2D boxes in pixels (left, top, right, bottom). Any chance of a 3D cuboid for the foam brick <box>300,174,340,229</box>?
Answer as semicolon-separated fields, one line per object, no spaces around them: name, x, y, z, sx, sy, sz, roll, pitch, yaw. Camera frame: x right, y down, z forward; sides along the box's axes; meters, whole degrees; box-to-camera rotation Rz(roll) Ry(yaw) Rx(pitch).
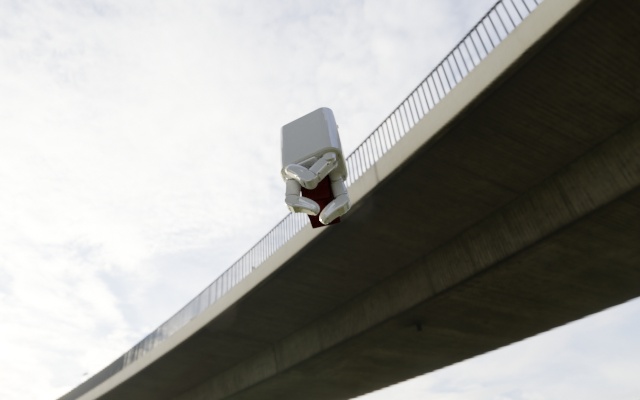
foam brick;0.000;0.003;0.821;0.053;0.051;0.078;-12;-38;6
